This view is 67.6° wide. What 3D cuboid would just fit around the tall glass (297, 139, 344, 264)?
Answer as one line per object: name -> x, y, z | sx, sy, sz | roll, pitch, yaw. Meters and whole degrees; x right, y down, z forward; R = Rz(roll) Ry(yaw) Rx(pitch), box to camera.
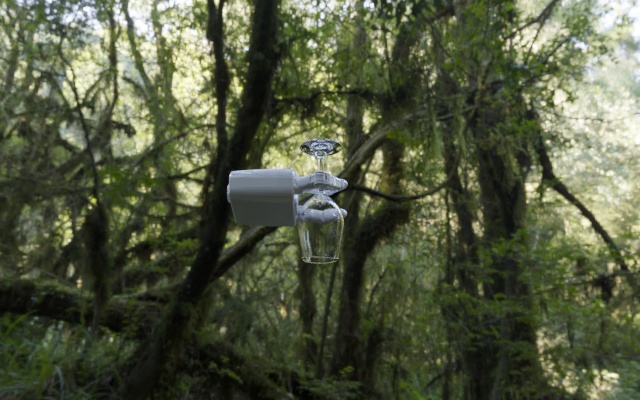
tall glass -> 0.000, 0.002, 0.805 | 0.079, 0.201, 0.079 | 0, -17, 0
